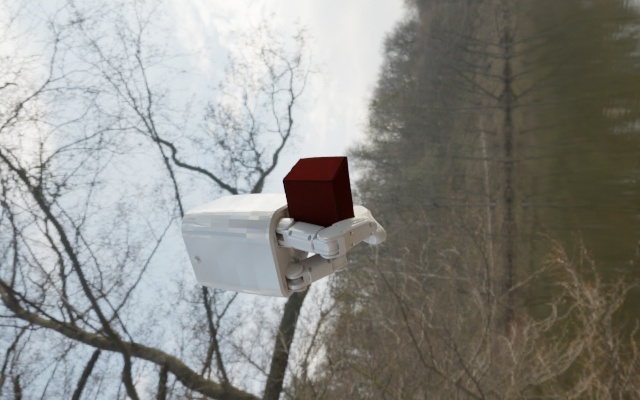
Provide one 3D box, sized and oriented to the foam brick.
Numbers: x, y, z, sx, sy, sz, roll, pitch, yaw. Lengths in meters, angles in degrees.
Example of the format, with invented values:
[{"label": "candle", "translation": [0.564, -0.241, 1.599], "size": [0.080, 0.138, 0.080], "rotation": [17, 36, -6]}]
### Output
[{"label": "foam brick", "translation": [0.000, 0.001, 0.472], "size": [0.051, 0.078, 0.053], "rotation": [3, 30, 20]}]
